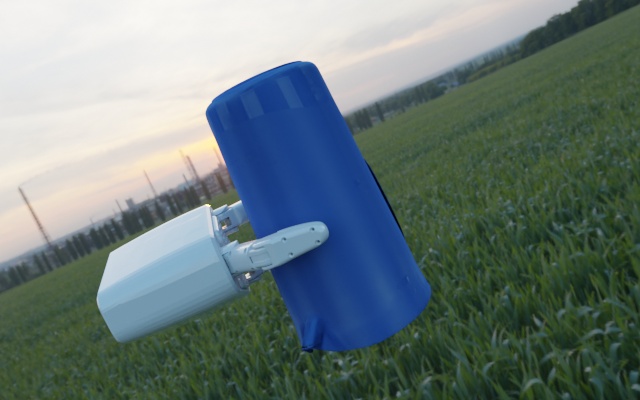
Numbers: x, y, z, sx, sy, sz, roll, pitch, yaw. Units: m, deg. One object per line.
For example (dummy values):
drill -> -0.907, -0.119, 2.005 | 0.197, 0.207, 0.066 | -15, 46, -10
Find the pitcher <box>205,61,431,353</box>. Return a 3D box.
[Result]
pitcher -> 0.000, 0.002, 0.445 | 0.145, 0.243, 0.149 | -25, 8, -4
